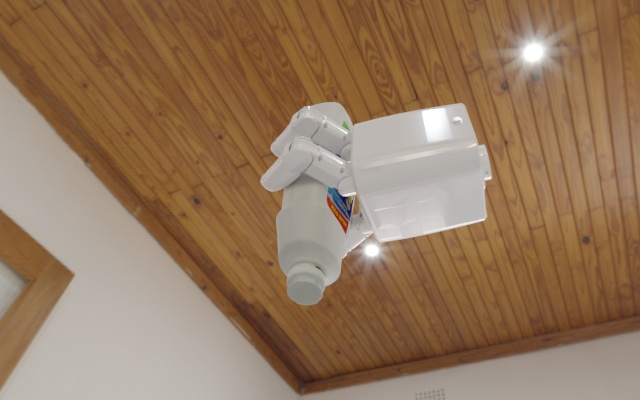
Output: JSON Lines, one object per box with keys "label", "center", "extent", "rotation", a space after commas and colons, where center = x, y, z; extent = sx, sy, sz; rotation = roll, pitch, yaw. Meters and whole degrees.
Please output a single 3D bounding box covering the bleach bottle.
{"label": "bleach bottle", "center": [0.000, 0.001, 0.472], "extent": [0.068, 0.103, 0.250], "rotation": [-12, 36, 14]}
